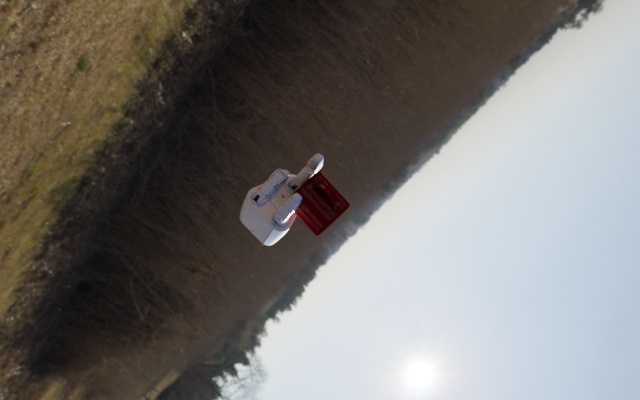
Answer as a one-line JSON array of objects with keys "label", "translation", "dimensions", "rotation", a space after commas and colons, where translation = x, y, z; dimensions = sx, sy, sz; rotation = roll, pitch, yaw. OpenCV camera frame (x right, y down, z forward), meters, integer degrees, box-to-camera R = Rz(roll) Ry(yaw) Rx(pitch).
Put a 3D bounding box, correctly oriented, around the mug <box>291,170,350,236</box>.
[{"label": "mug", "translation": [0.001, 0.002, 0.820], "dimensions": [0.093, 0.081, 0.117], "rotation": [-42, -3, -28]}]
